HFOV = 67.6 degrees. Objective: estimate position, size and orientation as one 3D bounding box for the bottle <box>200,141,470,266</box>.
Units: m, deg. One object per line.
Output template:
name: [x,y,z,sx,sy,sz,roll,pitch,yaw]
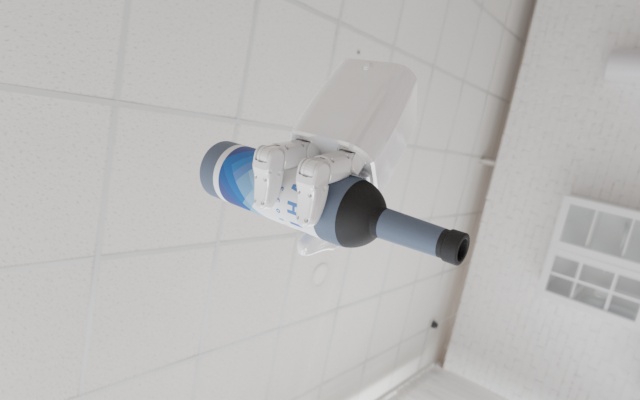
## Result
bottle: [0.000,0.002,0.465,0.295,0.069,0.069,18,11,36]
